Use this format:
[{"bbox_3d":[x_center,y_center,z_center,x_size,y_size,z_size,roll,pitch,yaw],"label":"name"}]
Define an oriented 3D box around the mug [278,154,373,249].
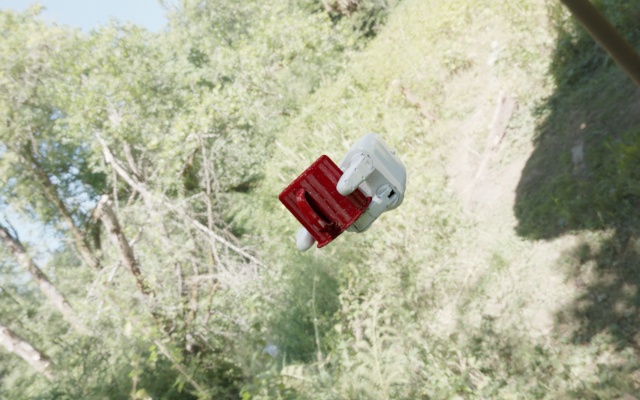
[{"bbox_3d":[0.000,0.002,0.574,0.093,0.081,0.117,-41,5,23],"label":"mug"}]
